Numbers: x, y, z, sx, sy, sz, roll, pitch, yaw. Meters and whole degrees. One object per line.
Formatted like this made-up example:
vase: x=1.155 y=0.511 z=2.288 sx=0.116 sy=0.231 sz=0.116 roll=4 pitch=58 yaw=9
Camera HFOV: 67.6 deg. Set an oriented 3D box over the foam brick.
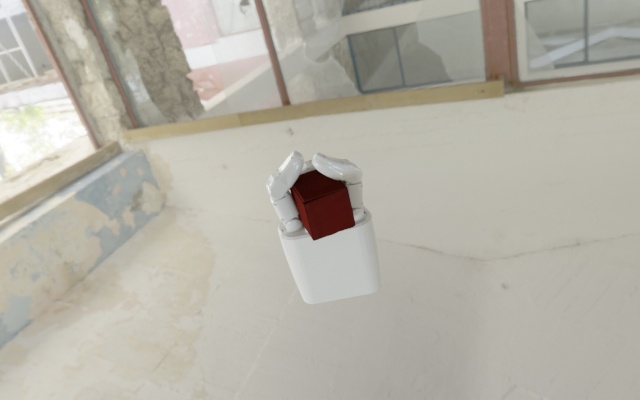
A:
foam brick: x=0.000 y=0.002 z=0.553 sx=0.053 sy=0.051 sz=0.078 roll=-18 pitch=26 yaw=-10
